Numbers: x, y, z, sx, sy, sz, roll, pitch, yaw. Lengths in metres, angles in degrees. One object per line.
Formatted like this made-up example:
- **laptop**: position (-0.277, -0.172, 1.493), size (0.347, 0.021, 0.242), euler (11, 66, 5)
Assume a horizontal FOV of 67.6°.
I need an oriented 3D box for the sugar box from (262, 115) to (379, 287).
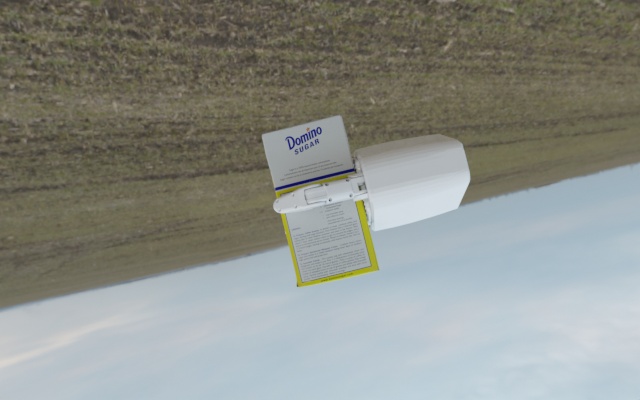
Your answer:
- **sugar box**: position (0.000, 0.002, 0.537), size (0.093, 0.176, 0.048), euler (-13, -4, 2)
